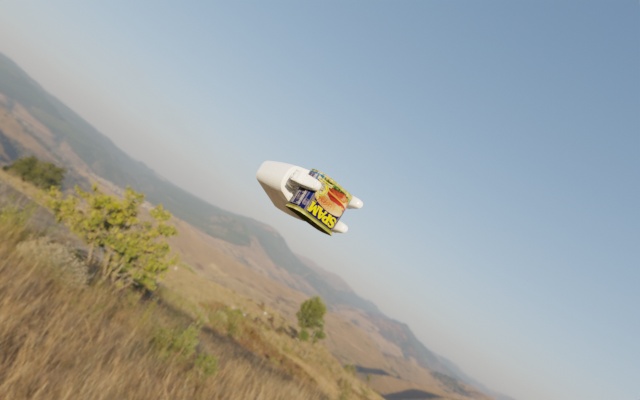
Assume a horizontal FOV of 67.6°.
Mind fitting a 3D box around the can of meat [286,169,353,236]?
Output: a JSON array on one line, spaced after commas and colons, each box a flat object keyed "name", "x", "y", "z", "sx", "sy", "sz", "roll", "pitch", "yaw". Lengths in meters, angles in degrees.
[{"name": "can of meat", "x": 0.000, "y": 0.003, "z": 0.876, "sx": 0.102, "sy": 0.084, "sz": 0.057, "roll": 39, "pitch": -13, "yaw": -34}]
